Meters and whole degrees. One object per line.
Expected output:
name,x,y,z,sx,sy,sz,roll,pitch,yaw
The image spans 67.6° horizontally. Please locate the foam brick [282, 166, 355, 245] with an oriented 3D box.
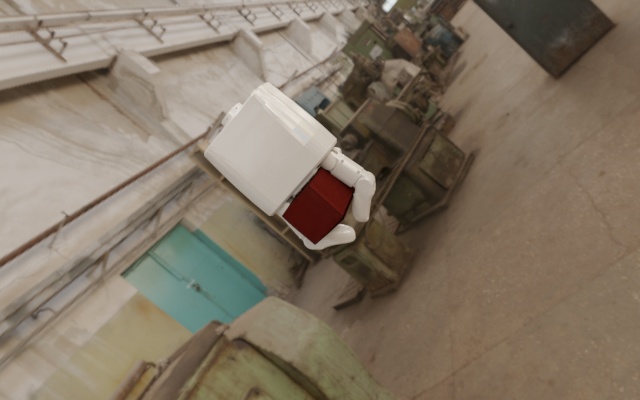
foam brick,0.000,0.002,0.541,0.053,0.051,0.078,-45,7,28
